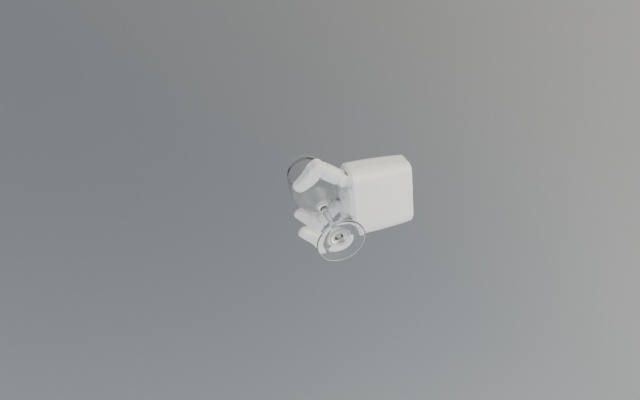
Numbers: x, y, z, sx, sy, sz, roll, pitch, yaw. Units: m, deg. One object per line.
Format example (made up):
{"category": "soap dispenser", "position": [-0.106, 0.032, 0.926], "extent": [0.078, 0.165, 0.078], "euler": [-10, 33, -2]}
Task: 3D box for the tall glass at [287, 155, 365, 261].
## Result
{"category": "tall glass", "position": [0.000, 0.003, 0.761], "extent": [0.079, 0.079, 0.201], "euler": [0, 35, -22]}
